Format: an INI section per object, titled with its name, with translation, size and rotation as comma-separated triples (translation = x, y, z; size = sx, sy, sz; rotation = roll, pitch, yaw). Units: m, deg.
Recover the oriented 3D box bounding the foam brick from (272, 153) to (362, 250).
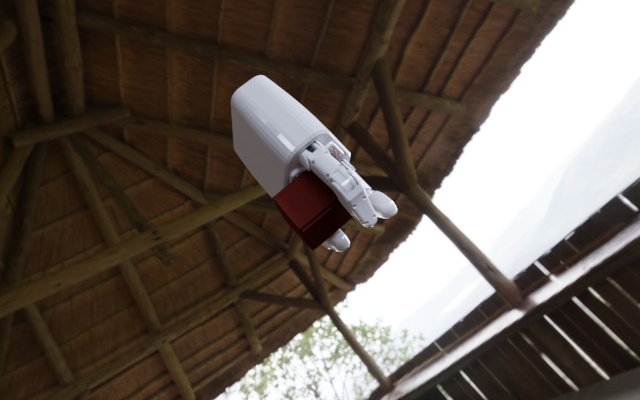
[foam brick]
translation = 0.000, 0.002, 0.487
size = 0.051, 0.078, 0.053
rotation = 45, -12, 28
